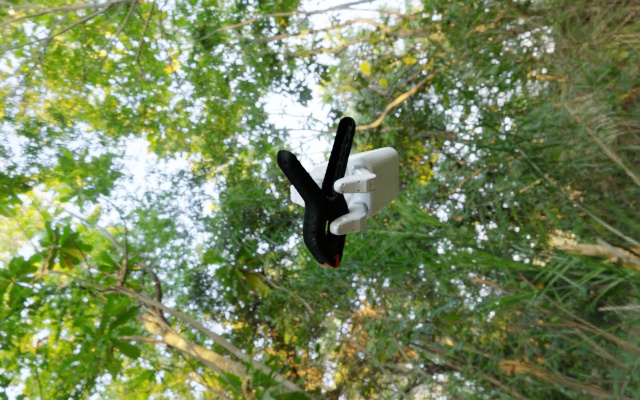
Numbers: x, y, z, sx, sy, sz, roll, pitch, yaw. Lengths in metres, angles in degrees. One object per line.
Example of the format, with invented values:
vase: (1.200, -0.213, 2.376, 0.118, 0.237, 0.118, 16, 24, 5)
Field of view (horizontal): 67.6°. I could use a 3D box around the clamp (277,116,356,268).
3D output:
clamp: (0.000, 0.002, 0.645, 0.036, 0.210, 0.164, 12, 23, 32)
